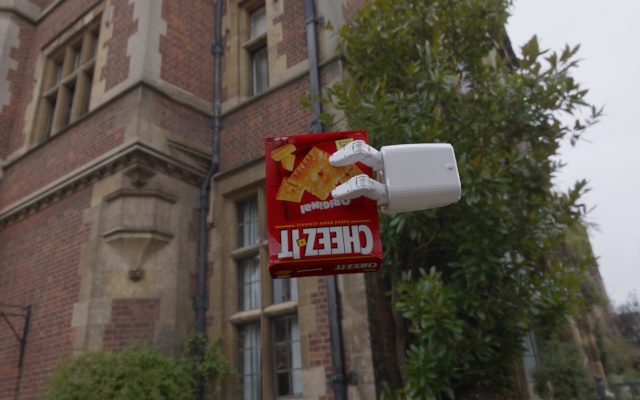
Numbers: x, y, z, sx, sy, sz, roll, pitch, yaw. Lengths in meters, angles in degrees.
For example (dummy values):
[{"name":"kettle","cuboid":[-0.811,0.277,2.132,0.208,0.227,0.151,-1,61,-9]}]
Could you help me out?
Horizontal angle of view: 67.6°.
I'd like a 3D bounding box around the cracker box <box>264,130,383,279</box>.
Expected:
[{"name":"cracker box","cuboid":[0.000,0.002,0.725,0.164,0.213,0.072,-4,-24,-1]}]
